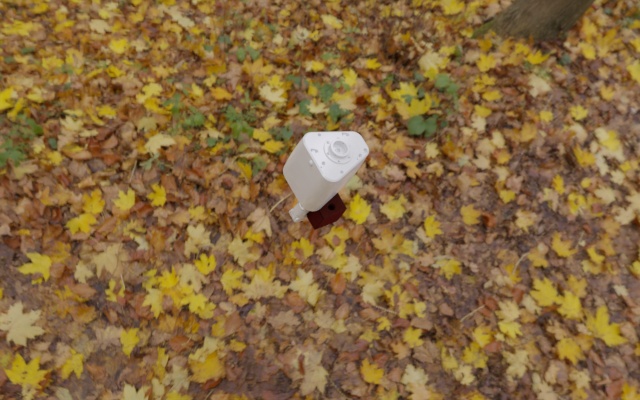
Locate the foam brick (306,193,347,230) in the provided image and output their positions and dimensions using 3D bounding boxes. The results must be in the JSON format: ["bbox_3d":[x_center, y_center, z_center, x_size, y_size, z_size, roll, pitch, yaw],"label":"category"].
[{"bbox_3d":[0.000,0.003,0.852,0.053,0.078,0.051,-23,-15,-30],"label":"foam brick"}]
